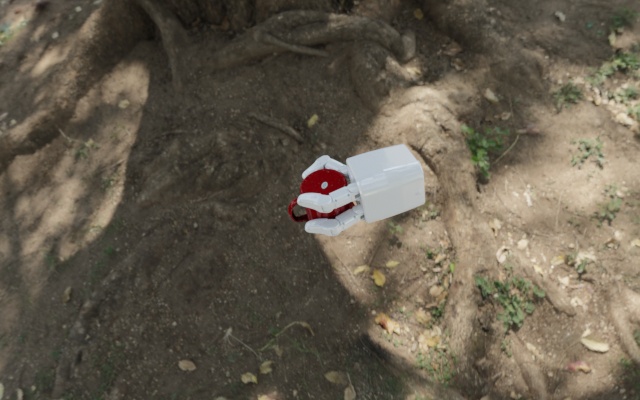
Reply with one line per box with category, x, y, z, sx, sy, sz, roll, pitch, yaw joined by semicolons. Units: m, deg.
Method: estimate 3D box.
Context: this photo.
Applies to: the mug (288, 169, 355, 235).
mug;-0.001;0.003;0.831;0.117;0.093;0.082;-17;-43;-1
